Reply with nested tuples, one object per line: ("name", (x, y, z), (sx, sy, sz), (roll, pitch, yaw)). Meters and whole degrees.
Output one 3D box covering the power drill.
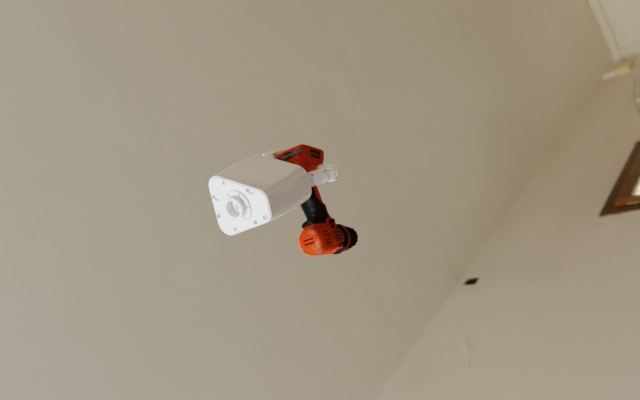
("power drill", (0.000, 0.002, 0.822), (0.057, 0.187, 0.184), (-23, -11, 20))
